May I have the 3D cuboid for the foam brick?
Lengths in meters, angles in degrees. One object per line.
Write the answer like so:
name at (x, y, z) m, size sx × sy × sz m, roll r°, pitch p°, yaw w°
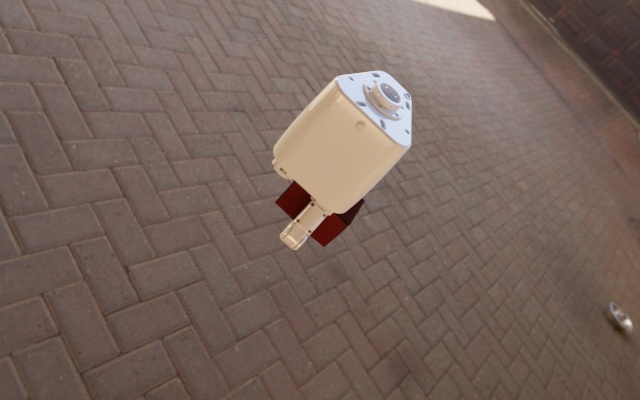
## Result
foam brick at (0.000, 0.002, 0.536) m, size 0.051 × 0.078 × 0.053 m, roll -44°, pitch 6°, yaw 39°
